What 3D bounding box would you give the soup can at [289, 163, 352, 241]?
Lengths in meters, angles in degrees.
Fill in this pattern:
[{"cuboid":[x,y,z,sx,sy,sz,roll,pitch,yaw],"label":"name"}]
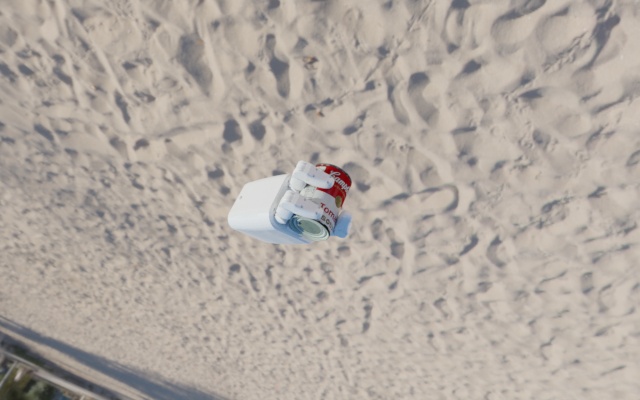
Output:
[{"cuboid":[0.000,0.003,0.731,0.068,0.102,0.068,18,-31,11],"label":"soup can"}]
